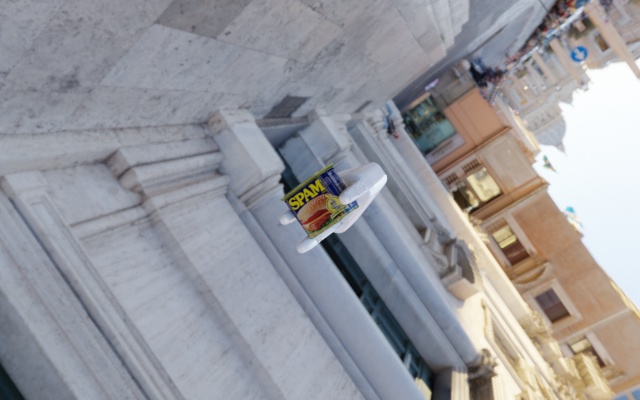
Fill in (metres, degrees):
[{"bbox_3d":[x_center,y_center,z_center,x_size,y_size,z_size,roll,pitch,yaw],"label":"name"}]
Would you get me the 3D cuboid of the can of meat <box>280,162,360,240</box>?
[{"bbox_3d":[0.000,0.003,0.771,0.102,0.084,0.057,-35,0,27],"label":"can of meat"}]
